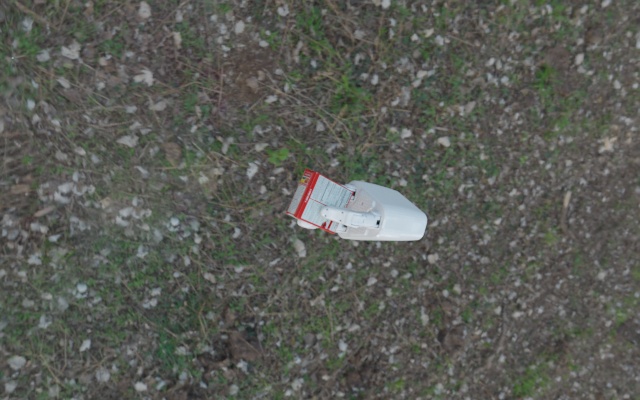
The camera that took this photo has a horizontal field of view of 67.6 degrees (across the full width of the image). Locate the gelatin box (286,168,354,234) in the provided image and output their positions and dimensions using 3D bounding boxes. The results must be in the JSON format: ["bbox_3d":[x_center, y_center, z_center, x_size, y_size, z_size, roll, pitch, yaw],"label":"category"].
[{"bbox_3d":[0.000,0.002,0.719,0.089,0.073,0.030,25,-2,-43],"label":"gelatin box"}]
